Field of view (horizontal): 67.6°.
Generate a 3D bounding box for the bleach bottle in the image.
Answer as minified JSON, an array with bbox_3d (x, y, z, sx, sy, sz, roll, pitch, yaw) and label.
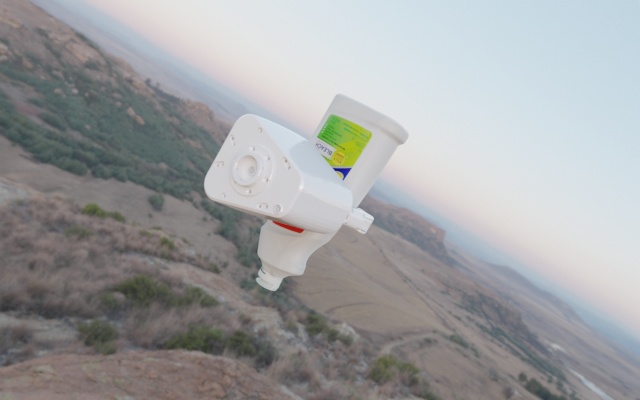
[{"bbox_3d":[0.000,0.002,0.584,0.102,0.251,0.068,33,6,30],"label":"bleach bottle"}]
